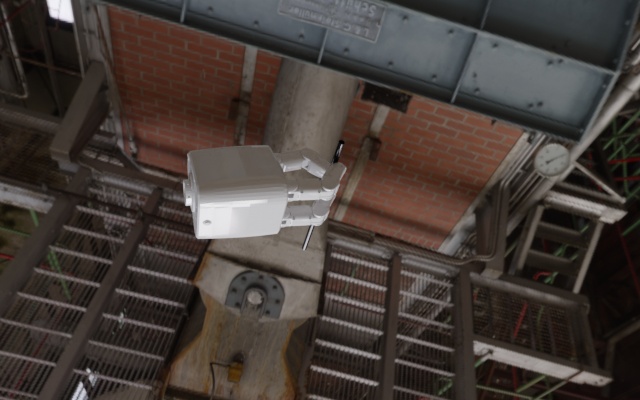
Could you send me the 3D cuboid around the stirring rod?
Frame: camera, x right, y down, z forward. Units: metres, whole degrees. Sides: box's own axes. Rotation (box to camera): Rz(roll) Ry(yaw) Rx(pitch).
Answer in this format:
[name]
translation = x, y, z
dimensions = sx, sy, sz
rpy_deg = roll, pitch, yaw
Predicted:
[stirring rod]
translation = 0.000, 0.002, 0.690
dimensions = 0.011, 0.011, 0.240
rpy_deg = 0, -39, -17
